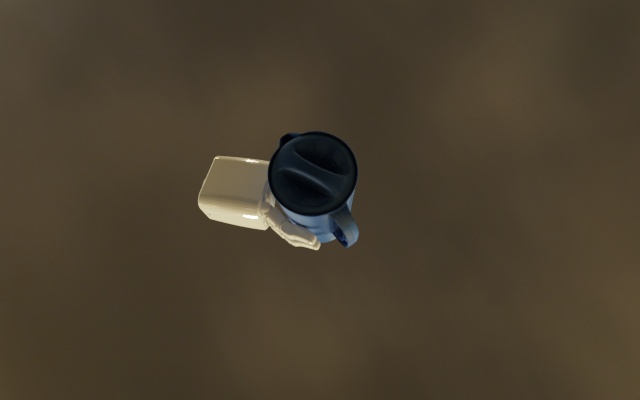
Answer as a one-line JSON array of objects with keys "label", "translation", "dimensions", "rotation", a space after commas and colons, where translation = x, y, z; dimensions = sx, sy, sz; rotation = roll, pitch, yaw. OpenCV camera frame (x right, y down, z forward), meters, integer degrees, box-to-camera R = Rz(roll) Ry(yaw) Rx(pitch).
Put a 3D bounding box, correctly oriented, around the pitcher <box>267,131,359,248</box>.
[{"label": "pitcher", "translation": [0.000, 0.003, 0.799], "dimensions": [0.145, 0.149, 0.243], "rotation": [8, -17, 6]}]
